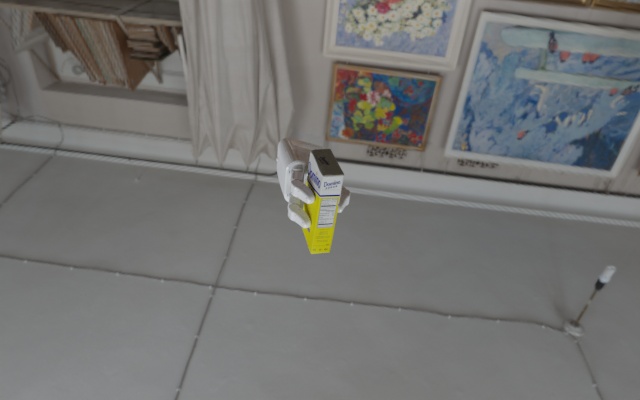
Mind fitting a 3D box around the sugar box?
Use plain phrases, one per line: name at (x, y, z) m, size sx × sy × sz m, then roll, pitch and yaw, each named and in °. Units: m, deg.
sugar box at (0.000, 0.003, 0.882) m, size 0.048 × 0.176 × 0.093 m, roll -5°, pitch 36°, yaw -15°
